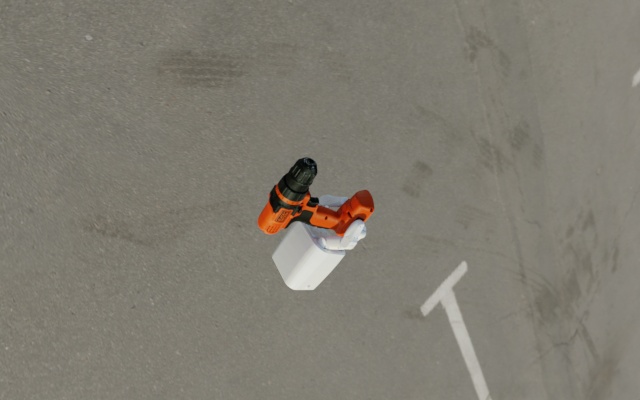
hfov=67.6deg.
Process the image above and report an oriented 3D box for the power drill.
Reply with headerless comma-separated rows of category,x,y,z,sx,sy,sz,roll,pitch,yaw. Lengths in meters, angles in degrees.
power drill,0.000,0.003,0.859,0.188,0.057,0.184,12,-42,-28
